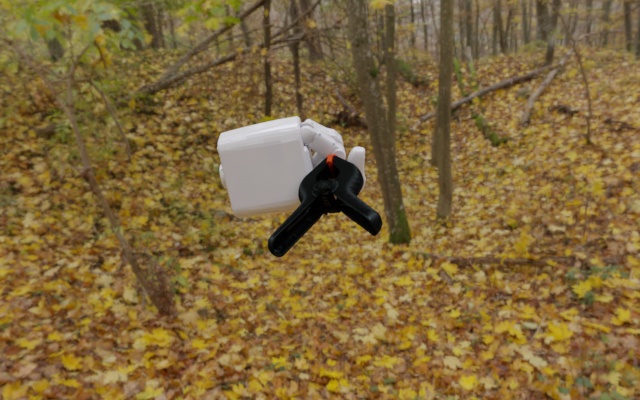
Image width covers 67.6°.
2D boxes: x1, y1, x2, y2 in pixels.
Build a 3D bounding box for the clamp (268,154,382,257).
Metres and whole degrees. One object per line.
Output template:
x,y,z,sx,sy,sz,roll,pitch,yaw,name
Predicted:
0.000,0.001,0.539,0.120,0.039,0.171,-13,27,5,clamp
